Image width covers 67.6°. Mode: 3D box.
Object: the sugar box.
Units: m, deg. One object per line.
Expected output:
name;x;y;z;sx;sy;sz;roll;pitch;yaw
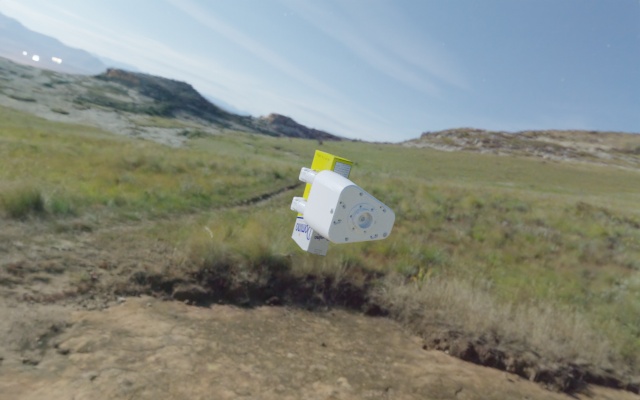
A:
sugar box;0.000;0.003;0.870;0.048;0.176;0.093;15;7;-24
